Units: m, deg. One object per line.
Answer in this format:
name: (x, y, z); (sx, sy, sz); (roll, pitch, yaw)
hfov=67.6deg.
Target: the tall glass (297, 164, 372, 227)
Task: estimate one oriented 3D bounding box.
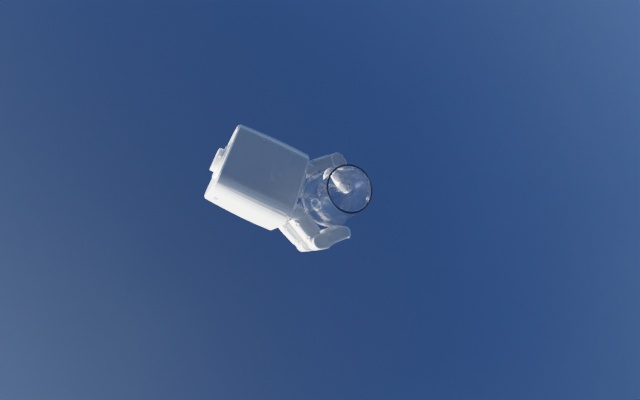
tall glass: (0.000, 0.002, 0.674); (0.079, 0.079, 0.201); (0, -10, -22)
